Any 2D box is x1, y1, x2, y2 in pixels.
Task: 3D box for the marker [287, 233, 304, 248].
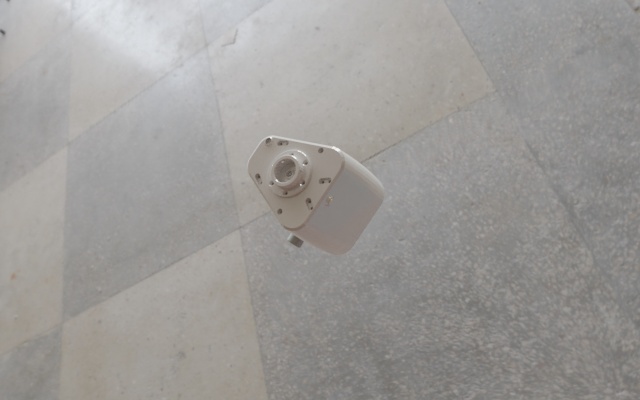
[{"bbox_3d":[0.000,0.002,0.577,0.020,0.121,0.020,33,1,0],"label":"marker"}]
